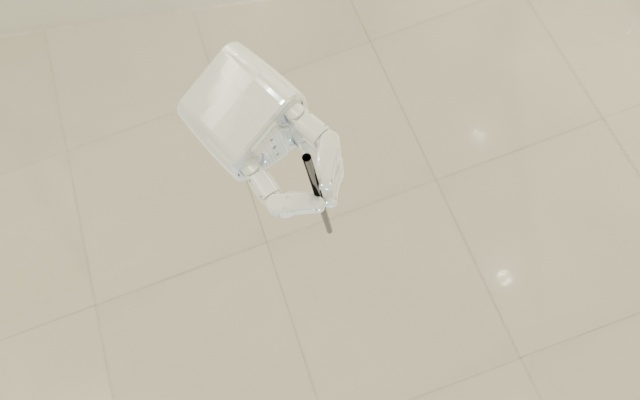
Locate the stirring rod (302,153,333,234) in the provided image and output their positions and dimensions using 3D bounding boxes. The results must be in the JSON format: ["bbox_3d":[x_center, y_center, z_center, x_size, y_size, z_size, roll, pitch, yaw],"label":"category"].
[{"bbox_3d":[0.000,0.002,0.517,0.011,0.011,0.240,0,-18,6],"label":"stirring rod"}]
